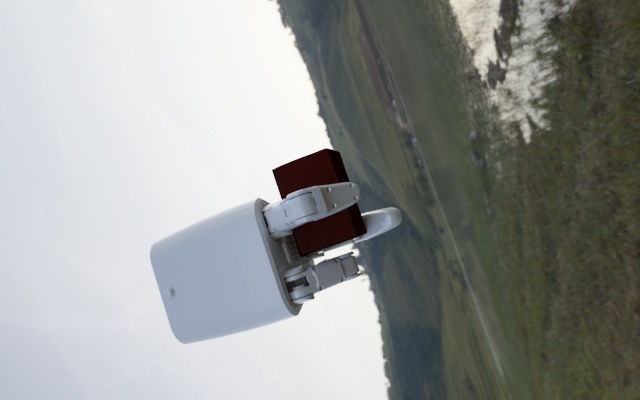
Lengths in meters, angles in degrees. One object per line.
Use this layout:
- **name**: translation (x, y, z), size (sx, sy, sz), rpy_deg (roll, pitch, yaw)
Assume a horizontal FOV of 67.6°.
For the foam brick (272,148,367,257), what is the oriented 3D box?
- **foam brick**: translation (0.000, 0.001, 0.403), size (0.051, 0.078, 0.053), rpy_deg (-20, -5, 14)
